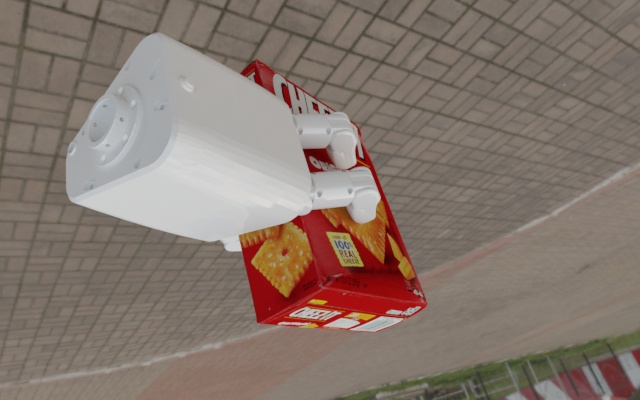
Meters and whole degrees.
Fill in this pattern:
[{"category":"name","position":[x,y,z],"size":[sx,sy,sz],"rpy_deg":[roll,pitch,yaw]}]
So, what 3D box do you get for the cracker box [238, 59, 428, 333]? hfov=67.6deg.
[{"category":"cracker box","position":[0.000,0.002,0.422],"size":[0.072,0.213,0.164],"rpy_deg":[-32,-32,26]}]
